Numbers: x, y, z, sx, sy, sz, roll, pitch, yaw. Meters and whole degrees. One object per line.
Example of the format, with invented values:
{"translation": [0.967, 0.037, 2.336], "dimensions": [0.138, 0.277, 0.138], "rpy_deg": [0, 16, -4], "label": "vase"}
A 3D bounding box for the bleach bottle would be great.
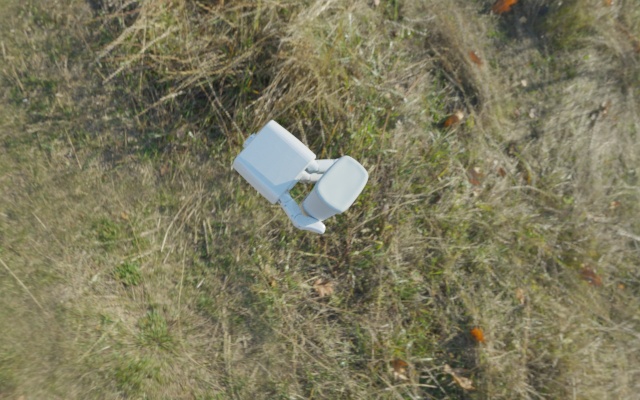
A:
{"translation": [0.000, 0.003, 0.899], "dimensions": [0.068, 0.102, 0.251], "rpy_deg": [41, -24, -3], "label": "bleach bottle"}
